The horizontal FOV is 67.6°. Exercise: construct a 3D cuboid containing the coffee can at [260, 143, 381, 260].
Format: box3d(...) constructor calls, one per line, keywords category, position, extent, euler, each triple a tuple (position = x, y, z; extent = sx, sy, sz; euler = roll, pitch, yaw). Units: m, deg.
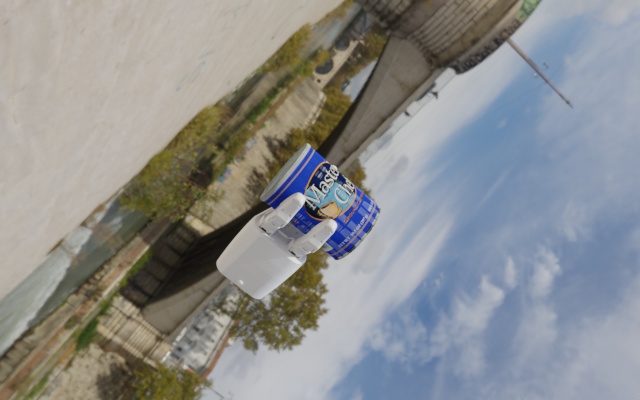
box3d(category="coffee can", position=(0.000, 0.002, 0.682), extent=(0.140, 0.103, 0.103), euler=(40, -9, -10))
